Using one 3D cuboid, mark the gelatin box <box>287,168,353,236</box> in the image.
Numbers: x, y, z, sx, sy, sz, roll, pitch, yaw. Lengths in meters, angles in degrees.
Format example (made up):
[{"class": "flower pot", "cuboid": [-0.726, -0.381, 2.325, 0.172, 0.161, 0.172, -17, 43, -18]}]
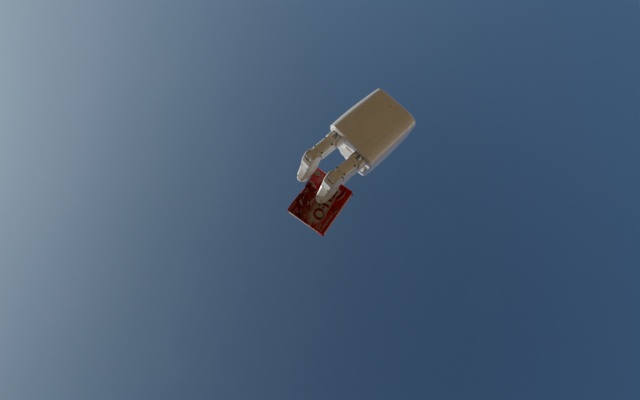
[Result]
[{"class": "gelatin box", "cuboid": [0.000, 0.003, 0.792, 0.073, 0.089, 0.030, 35, -6, 9]}]
